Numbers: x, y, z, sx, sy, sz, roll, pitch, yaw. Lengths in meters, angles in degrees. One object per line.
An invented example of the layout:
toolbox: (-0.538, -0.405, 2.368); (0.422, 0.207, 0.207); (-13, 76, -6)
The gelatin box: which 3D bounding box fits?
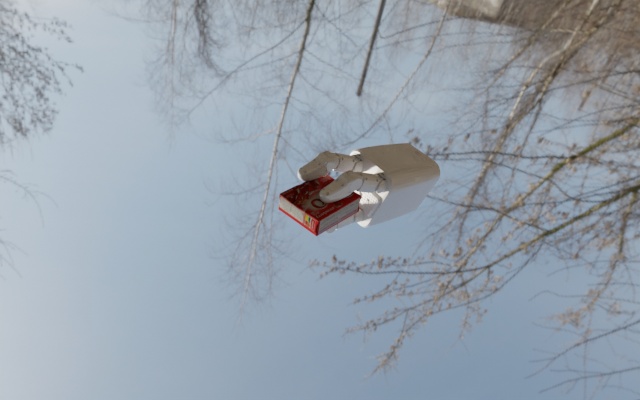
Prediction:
gelatin box: (0.000, 0.003, 0.642); (0.073, 0.030, 0.089); (34, 44, 30)
